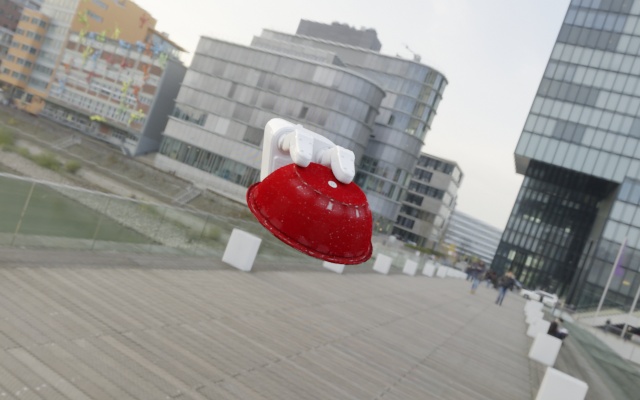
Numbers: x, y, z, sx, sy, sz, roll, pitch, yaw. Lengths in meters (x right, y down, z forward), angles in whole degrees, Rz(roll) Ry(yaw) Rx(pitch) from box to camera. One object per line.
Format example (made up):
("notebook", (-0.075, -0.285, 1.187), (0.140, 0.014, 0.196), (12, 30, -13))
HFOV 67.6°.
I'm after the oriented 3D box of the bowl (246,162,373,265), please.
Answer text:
("bowl", (0.001, 0.002, 0.543), (0.162, 0.055, 0.162), (24, 22, -11))
